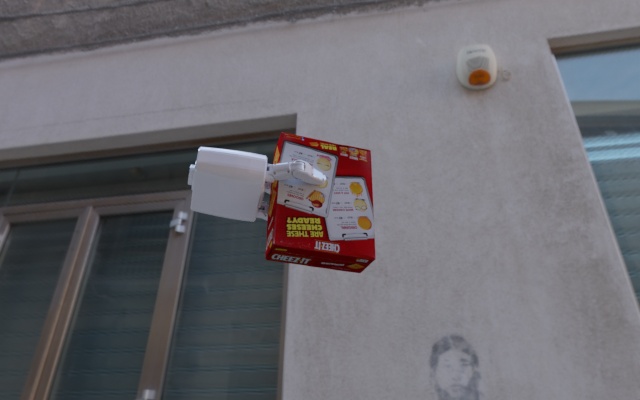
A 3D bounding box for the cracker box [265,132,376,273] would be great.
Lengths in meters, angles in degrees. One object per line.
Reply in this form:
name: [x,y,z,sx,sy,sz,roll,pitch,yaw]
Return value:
cracker box: [0.000,0.002,0.790,0.164,0.213,0.072,10,-32,-14]
